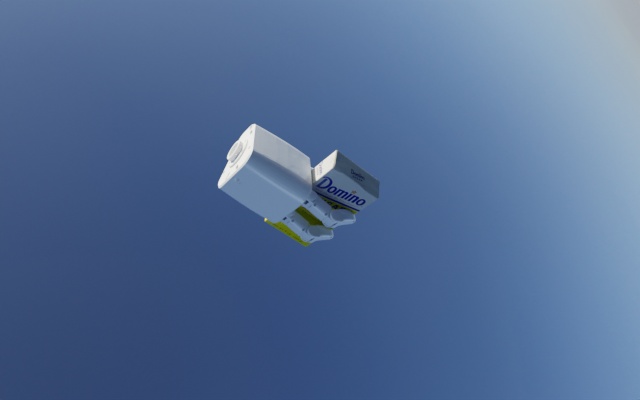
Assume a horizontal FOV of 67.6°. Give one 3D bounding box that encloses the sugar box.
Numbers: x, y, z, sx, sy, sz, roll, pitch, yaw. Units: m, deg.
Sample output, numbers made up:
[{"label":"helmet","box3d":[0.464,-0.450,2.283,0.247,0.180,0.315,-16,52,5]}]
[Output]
[{"label":"sugar box","box3d":[0.000,0.003,0.762,0.093,0.048,0.176,33,-46,-24]}]
